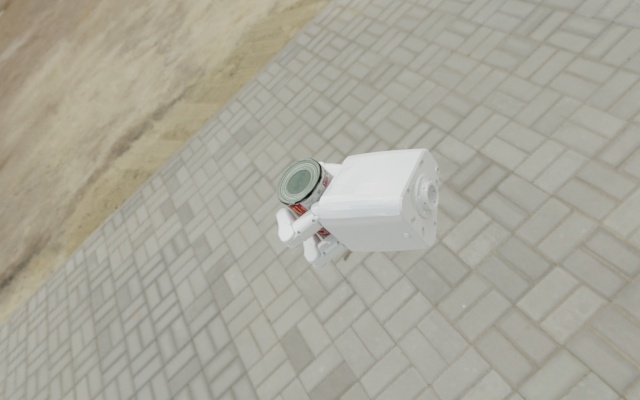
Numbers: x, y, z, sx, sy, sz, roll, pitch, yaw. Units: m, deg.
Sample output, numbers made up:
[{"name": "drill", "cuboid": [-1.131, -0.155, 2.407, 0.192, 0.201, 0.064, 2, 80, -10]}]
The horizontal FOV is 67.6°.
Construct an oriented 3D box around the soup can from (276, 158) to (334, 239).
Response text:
[{"name": "soup can", "cuboid": [0.000, 0.002, 0.607, 0.068, 0.068, 0.102, 0, -31, 40]}]
